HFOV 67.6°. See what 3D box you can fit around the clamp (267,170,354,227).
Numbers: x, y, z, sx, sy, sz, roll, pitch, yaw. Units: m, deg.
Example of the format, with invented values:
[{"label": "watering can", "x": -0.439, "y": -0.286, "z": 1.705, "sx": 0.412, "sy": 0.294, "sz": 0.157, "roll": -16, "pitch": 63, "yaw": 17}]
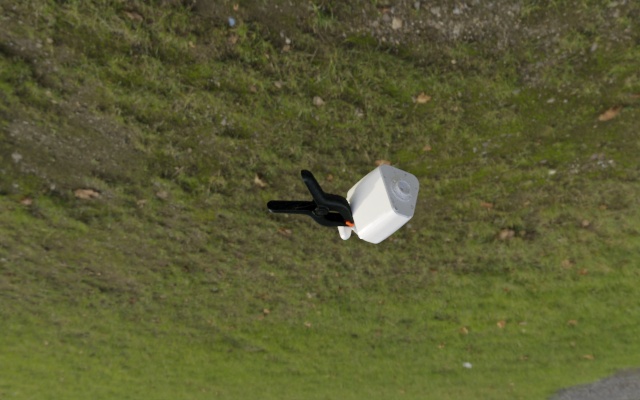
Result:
[{"label": "clamp", "x": 0.000, "y": 0.004, "z": 0.885, "sx": 0.171, "sy": 0.039, "sz": 0.120, "roll": 16, "pitch": -38, "yaw": -26}]
